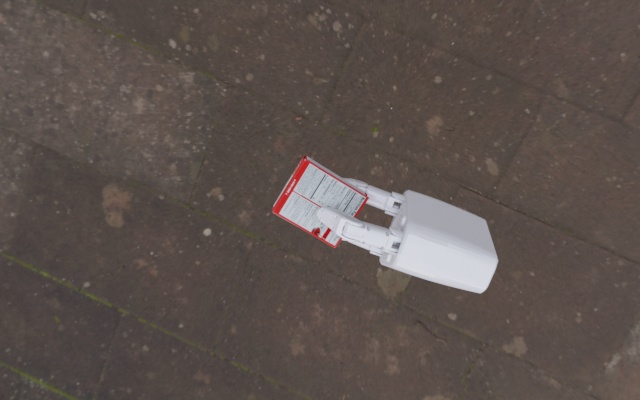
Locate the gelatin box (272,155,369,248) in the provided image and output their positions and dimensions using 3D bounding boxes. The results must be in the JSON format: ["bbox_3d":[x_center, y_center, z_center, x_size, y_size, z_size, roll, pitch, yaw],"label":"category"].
[{"bbox_3d":[0.000,0.002,0.555,0.089,0.073,0.030,30,11,-9],"label":"gelatin box"}]
